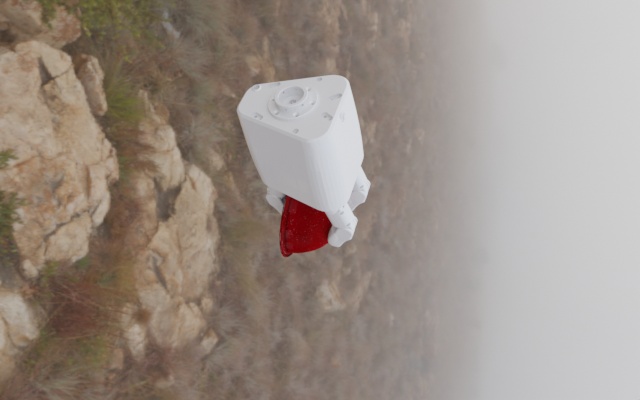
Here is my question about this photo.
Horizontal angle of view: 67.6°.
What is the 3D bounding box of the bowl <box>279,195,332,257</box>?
[{"bbox_3d":[0.001,0.003,0.618,0.055,0.162,0.162,15,2,10],"label":"bowl"}]
